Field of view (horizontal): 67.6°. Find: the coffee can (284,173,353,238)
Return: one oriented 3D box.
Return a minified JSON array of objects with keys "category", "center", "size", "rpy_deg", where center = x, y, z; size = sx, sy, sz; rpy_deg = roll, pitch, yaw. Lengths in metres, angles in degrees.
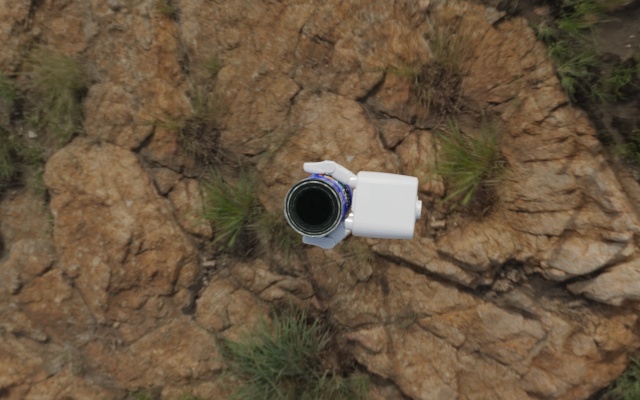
[{"category":"coffee can","center":[0.000,0.003,0.872],"size":[0.103,0.103,0.140],"rpy_deg":[0,8,11]}]
